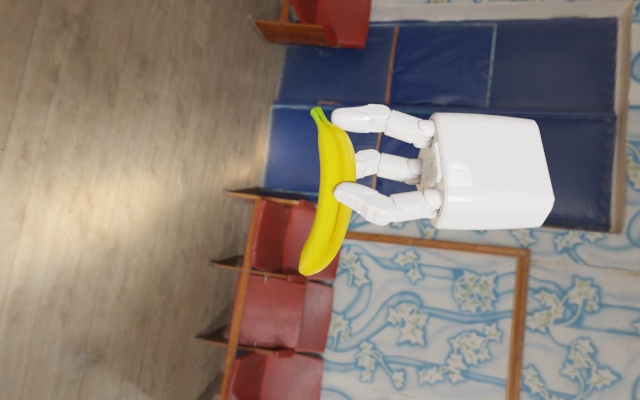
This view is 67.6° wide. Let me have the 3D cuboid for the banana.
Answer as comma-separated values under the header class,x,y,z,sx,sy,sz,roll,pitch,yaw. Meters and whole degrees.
class,x,y,z,sx,sy,sz,roll,pitch,yaw
banana,0.007,0.006,0.510,0.037,0.198,0.069,-2,23,-23
